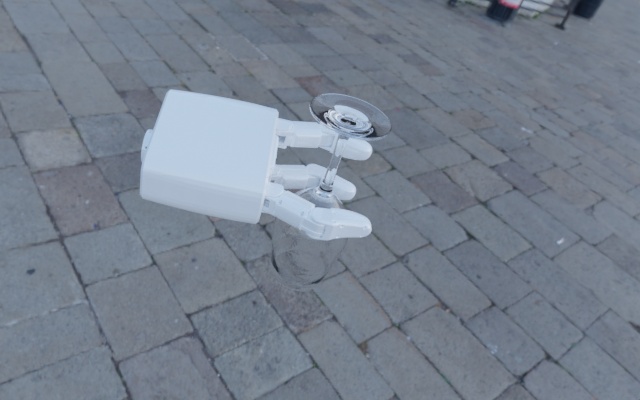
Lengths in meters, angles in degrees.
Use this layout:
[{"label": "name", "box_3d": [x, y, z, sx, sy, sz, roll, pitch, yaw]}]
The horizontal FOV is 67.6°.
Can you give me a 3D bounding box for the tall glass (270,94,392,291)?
[{"label": "tall glass", "box_3d": [0.000, 0.001, 0.472, 0.079, 0.201, 0.079, 12, 37, -9]}]
